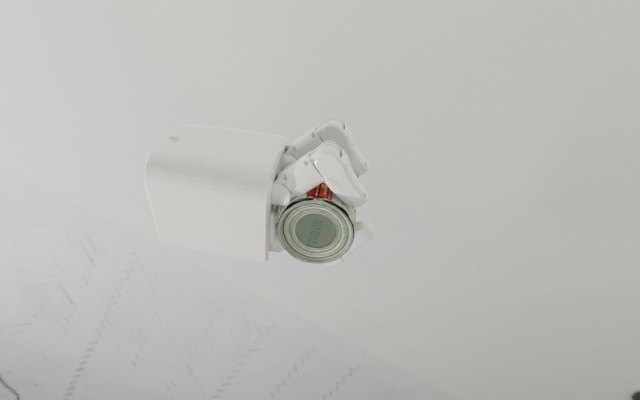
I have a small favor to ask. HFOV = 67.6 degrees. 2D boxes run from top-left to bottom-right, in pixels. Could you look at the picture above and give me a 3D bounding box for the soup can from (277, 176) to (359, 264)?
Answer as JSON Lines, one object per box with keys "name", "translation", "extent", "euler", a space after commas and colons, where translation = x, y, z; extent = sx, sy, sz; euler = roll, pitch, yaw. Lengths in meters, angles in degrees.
{"name": "soup can", "translation": [0.001, 0.002, 0.441], "extent": [0.068, 0.068, 0.102], "euler": [0, 31, 6]}
